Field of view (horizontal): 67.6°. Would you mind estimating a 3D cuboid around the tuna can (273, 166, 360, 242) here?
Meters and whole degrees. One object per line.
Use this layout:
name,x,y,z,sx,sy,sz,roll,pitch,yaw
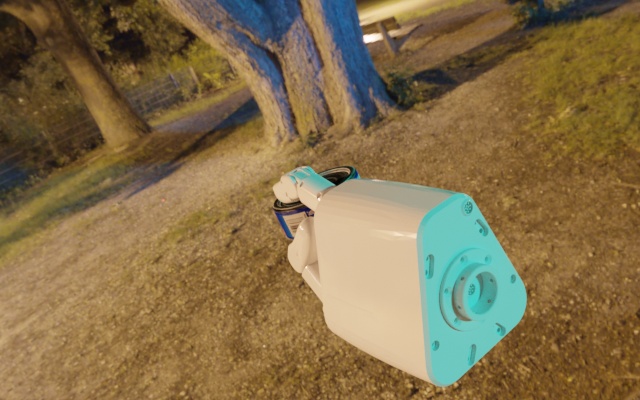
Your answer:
tuna can,0.000,0.001,0.439,0.086,0.034,0.086,-23,17,7
